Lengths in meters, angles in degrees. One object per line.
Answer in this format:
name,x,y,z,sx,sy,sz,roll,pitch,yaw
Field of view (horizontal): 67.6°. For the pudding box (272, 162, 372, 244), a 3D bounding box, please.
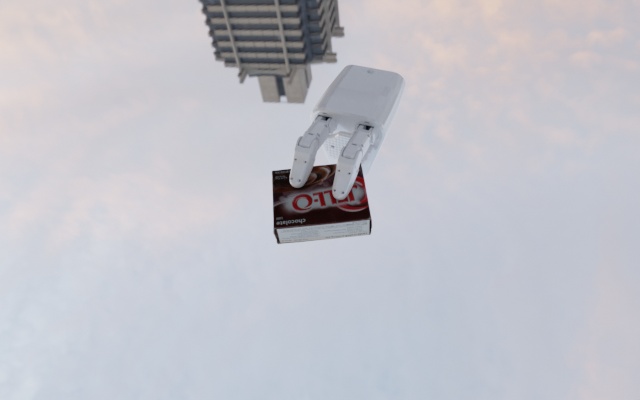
pudding box,0.000,0.002,0.567,0.113,0.090,0.039,-8,-41,2
